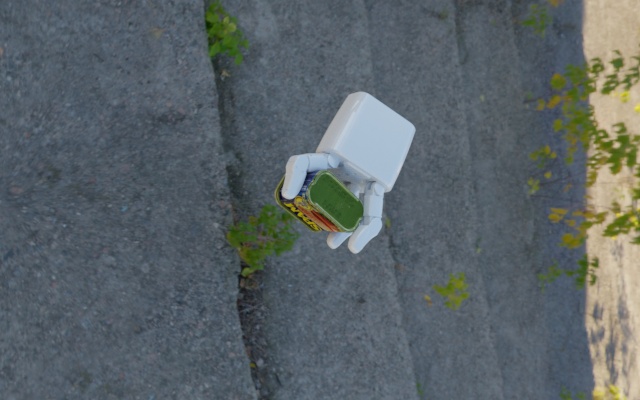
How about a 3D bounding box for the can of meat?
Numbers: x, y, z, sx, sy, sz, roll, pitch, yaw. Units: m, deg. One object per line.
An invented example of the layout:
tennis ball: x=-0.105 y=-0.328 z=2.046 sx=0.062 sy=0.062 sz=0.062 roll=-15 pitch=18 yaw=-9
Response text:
can of meat: x=0.000 y=0.002 z=0.667 sx=0.102 sy=0.057 sz=0.084 roll=41 pitch=-22 yaw=-28
